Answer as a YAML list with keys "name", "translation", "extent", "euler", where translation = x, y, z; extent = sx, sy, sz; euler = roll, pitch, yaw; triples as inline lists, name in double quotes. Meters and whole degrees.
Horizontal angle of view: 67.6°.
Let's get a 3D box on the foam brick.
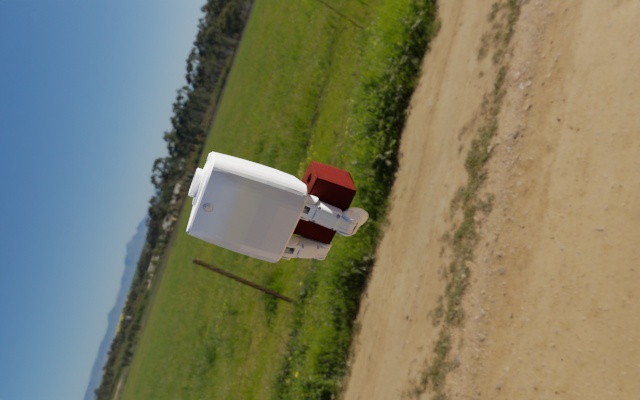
- name: "foam brick"
  translation: [0.000, 0.002, 0.561]
  extent: [0.051, 0.078, 0.053]
  euler: [19, 22, -17]
